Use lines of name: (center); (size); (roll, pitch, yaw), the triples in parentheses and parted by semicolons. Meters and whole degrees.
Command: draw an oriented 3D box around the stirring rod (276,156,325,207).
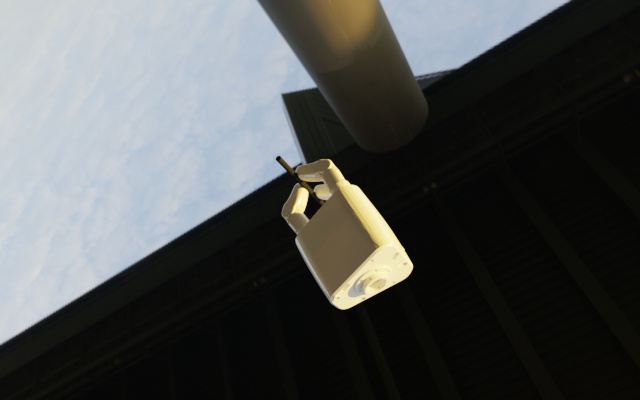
stirring rod: (0.000, 0.002, 0.711); (0.011, 0.011, 0.240); (0, -28, 31)
